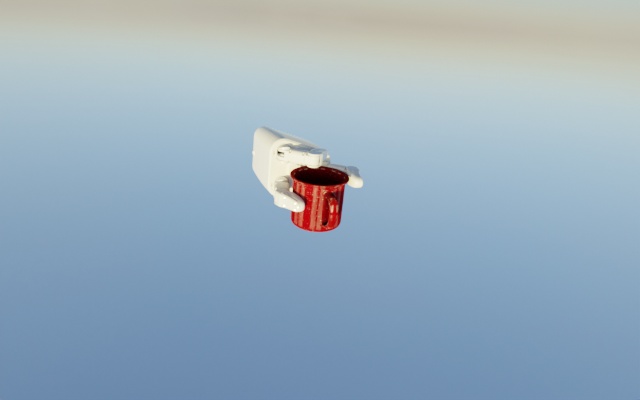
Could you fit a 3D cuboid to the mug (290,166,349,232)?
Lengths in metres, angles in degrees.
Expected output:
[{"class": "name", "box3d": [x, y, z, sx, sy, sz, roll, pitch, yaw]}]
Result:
[{"class": "mug", "box3d": [0.001, 0.003, 0.746, 0.093, 0.081, 0.117, -5, 25, -23]}]
